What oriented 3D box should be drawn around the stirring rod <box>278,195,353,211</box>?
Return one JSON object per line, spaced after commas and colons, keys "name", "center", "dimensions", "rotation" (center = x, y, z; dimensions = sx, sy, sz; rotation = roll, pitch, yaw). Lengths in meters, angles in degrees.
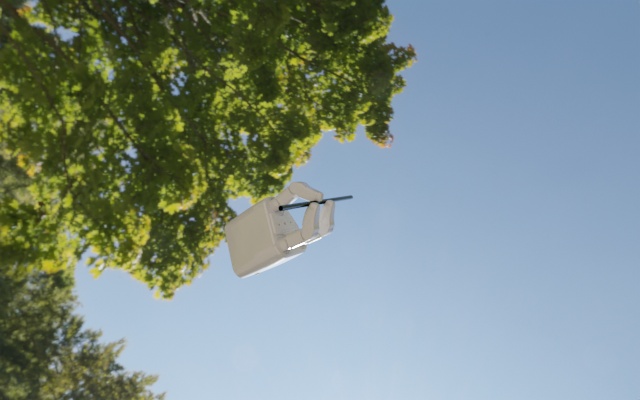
{"name": "stirring rod", "center": [0.000, 0.003, 0.788], "dimensions": [0.011, 0.011, 0.239], "rotation": [0, 4, 28]}
